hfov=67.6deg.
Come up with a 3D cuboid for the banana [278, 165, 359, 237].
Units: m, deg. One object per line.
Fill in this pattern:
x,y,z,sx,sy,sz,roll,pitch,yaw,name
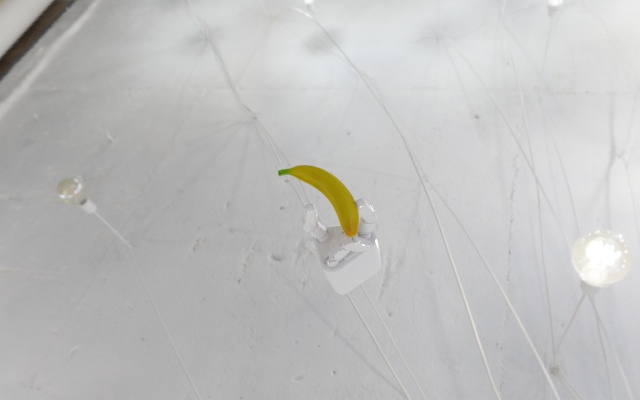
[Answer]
0.012,-0.011,0.817,0.197,0.069,0.037,40,-18,34,banana
